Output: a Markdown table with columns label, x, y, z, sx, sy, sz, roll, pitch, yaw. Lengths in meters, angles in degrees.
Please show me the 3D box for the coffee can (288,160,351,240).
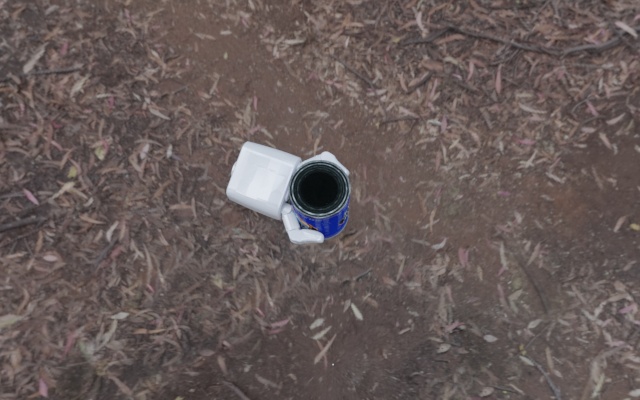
| label | x | y | z | sx | sy | sz | roll | pitch | yaw |
| --- | --- | --- | --- | --- | --- | --- | --- | --- | --- |
| coffee can | 0.000 | 0.003 | 0.842 | 0.103 | 0.102 | 0.140 | 0 | -19 | 2 |
